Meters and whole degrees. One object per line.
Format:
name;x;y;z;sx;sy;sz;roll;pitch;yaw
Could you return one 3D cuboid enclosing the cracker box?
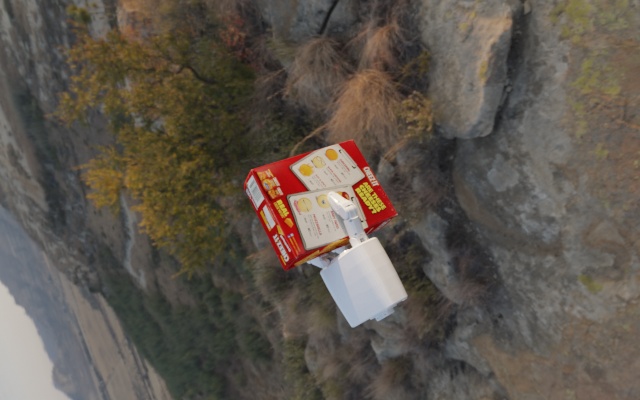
cracker box;0.000;0.003;0.816;0.213;0.164;0.072;-20;-16;-31
